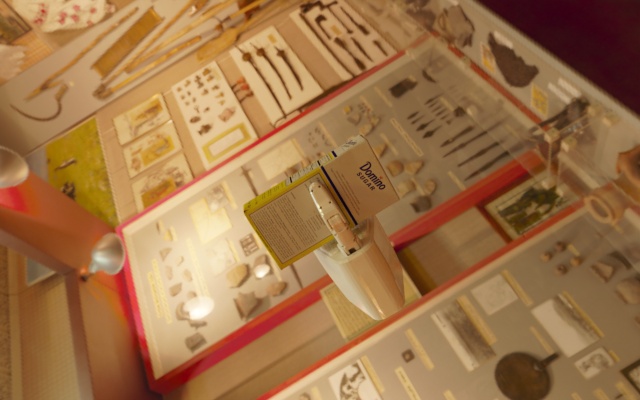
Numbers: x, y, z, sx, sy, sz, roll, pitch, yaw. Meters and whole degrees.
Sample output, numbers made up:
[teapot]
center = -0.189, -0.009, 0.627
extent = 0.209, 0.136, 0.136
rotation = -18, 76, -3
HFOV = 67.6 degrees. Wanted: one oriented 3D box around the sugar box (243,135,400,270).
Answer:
[sugar box]
center = 0.000, 0.002, 0.603
extent = 0.176, 0.093, 0.048
rotation = -31, 19, 1
